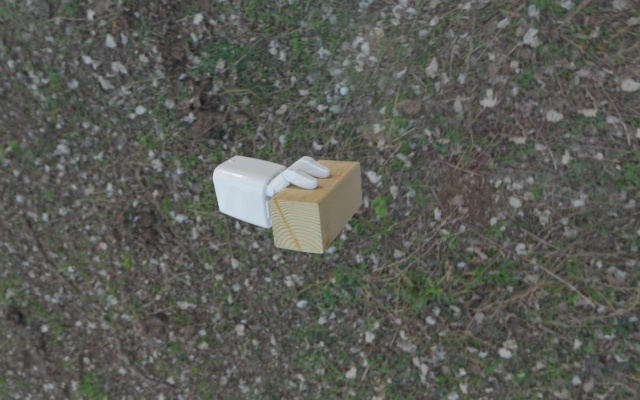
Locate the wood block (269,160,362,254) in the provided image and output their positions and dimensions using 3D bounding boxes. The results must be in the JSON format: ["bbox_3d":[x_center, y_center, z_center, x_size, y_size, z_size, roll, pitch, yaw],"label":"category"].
[{"bbox_3d":[0.000,0.003,0.852,0.090,0.091,0.206,5,25,23],"label":"wood block"}]
